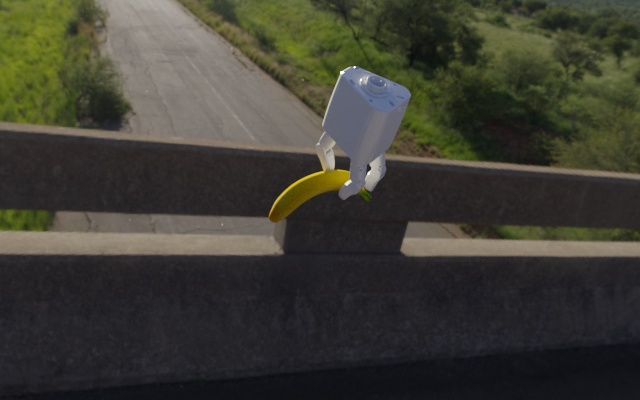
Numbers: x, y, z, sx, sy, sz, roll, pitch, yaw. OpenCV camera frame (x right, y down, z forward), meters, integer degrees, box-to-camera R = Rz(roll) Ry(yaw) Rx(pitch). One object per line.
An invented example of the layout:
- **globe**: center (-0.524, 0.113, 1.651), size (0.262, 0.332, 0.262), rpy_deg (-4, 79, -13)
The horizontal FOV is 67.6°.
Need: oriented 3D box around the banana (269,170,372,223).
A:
- **banana**: center (-0.003, -0.015, 0.832), size (0.198, 0.069, 0.037), rpy_deg (-13, -16, -22)
